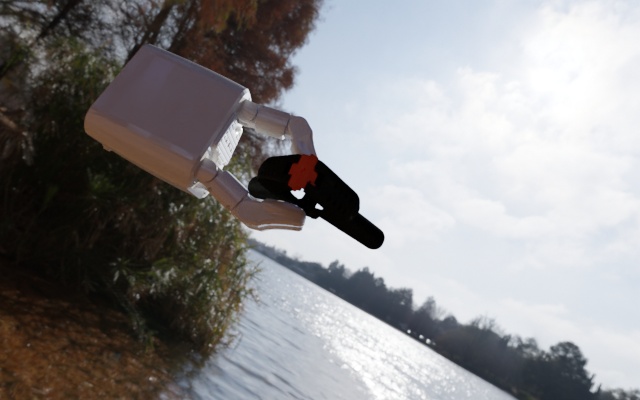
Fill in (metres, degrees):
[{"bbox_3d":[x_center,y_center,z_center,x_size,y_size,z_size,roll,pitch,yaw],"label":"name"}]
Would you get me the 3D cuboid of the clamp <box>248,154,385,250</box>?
[{"bbox_3d":[0.000,0.001,0.452,0.164,0.036,0.210,24,-9,0],"label":"clamp"}]
